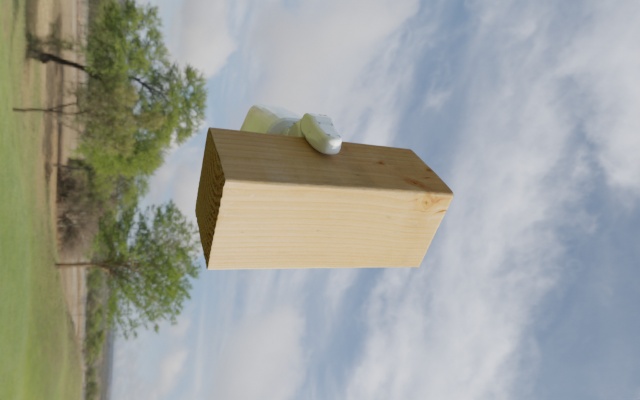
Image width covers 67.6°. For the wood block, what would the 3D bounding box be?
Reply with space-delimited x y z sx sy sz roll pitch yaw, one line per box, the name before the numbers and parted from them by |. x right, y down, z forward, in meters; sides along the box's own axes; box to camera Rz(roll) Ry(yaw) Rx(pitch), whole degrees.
wood block | 0.000 0.001 0.436 0.206 0.091 0.090 2 33 -24
